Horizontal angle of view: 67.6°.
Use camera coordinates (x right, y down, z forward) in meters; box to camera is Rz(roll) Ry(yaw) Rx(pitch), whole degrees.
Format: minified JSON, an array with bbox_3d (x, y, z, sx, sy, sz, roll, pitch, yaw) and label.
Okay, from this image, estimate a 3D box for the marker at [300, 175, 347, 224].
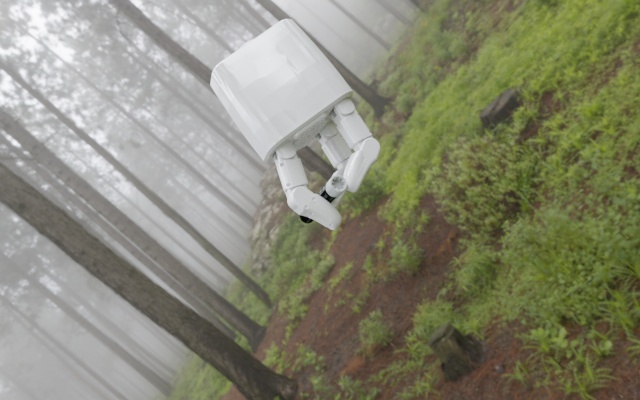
[{"bbox_3d":[0.000,0.002,0.522,0.020,0.020,0.121,0,-18,-18],"label":"marker"}]
